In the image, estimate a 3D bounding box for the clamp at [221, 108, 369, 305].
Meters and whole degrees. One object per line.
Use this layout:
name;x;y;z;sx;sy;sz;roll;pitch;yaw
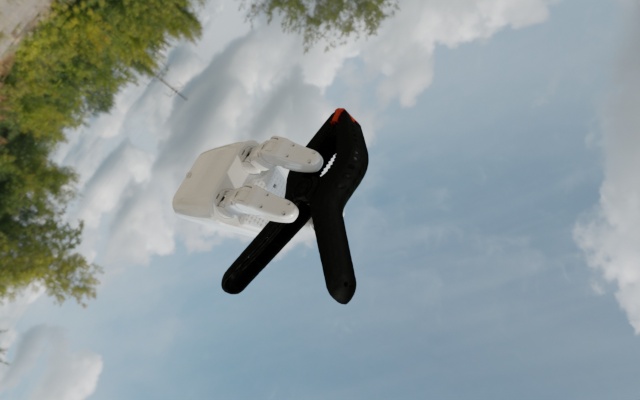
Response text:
clamp;0.001;0.001;0.442;0.164;0.210;0.036;2;-31;49
